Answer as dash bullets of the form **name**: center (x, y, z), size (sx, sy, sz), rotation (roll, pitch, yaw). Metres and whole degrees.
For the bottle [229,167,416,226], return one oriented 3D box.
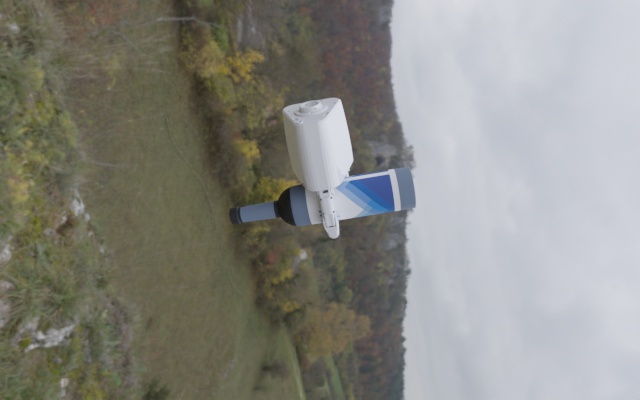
- **bottle**: center (0.000, 0.003, 0.767), size (0.296, 0.069, 0.069), rotation (-9, -1, 4)
